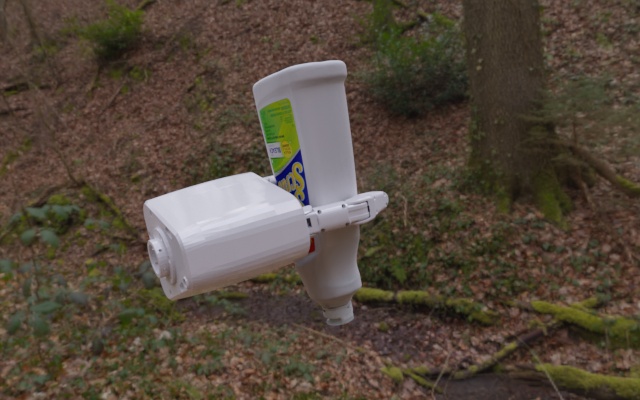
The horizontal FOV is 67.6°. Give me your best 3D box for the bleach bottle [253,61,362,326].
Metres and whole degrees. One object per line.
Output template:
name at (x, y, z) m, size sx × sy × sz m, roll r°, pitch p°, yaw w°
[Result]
bleach bottle at (0.000, 0.001, 0.467) m, size 0.068 × 0.251 × 0.102 m, roll -16°, pitch 9°, yaw -31°
